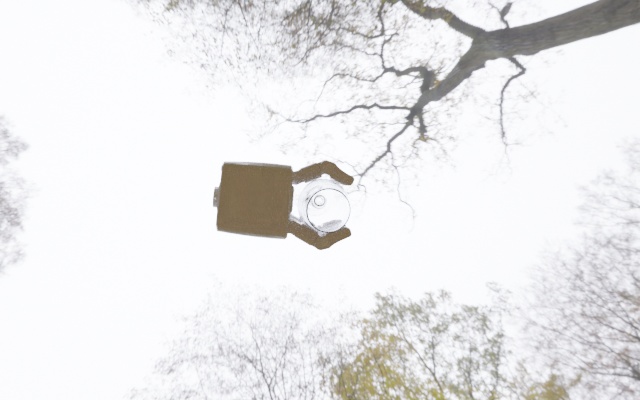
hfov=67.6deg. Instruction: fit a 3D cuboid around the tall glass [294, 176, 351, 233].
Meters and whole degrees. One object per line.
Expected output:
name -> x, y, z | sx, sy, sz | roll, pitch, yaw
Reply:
tall glass -> 0.000, 0.002, 0.748 | 0.079, 0.079, 0.201 | 0, 7, -7
